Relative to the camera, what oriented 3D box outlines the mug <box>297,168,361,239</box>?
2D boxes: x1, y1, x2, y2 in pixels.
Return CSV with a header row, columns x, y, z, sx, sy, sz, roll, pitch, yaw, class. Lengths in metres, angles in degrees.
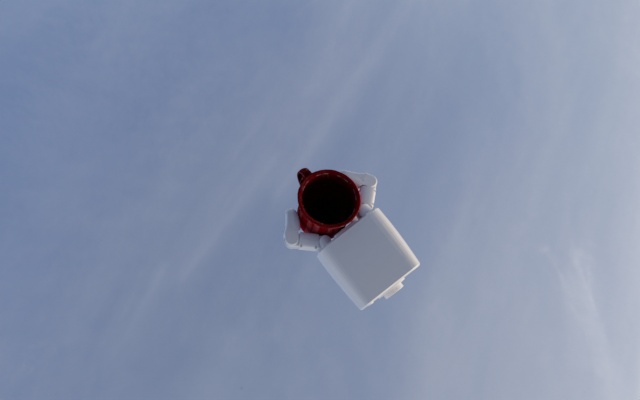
x,y,z,sx,sy,sz,roll,pitch,yaw,class
-0.001,0.001,0.731,0.093,0.117,0.081,-34,-14,-20,mug
